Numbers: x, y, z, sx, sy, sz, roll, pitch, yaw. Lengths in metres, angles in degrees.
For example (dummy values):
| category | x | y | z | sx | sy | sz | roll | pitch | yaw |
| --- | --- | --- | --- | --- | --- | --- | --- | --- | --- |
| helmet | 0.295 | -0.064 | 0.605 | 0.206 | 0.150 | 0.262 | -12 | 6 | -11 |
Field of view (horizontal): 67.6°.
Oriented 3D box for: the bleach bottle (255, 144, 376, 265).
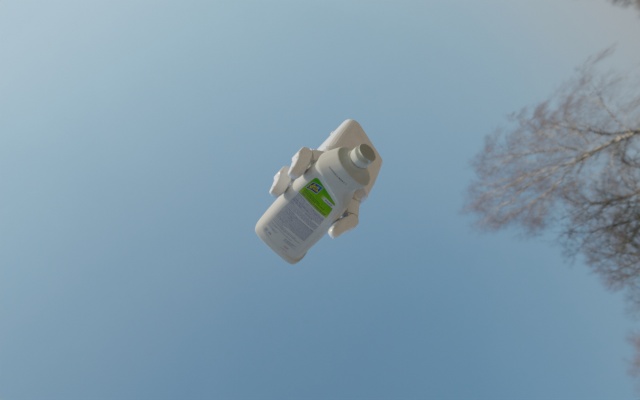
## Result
| category | x | y | z | sx | sy | sz | roll | pitch | yaw |
| --- | --- | --- | --- | --- | --- | --- | --- | --- | --- |
| bleach bottle | 0.000 | 0.002 | 0.732 | 0.251 | 0.102 | 0.068 | -42 | 10 | 41 |
